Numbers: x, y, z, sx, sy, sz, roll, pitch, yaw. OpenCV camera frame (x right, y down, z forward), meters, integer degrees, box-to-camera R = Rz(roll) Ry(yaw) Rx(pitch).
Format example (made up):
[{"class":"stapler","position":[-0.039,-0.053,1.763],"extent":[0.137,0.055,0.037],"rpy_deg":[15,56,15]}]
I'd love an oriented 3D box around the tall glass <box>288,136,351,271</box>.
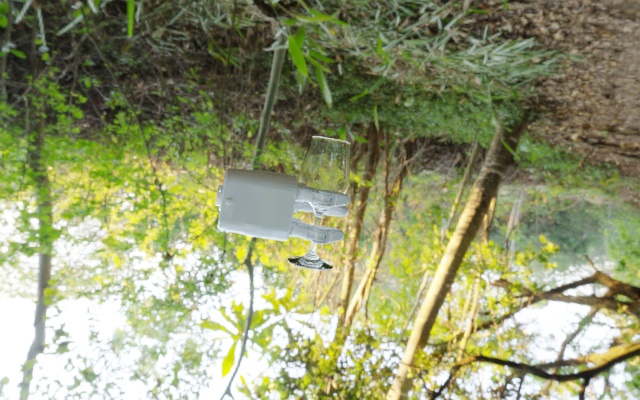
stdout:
[{"class":"tall glass","position":[0.000,0.003,0.747],"extent":[0.079,0.201,0.079],"rpy_deg":[10,7,-1]}]
